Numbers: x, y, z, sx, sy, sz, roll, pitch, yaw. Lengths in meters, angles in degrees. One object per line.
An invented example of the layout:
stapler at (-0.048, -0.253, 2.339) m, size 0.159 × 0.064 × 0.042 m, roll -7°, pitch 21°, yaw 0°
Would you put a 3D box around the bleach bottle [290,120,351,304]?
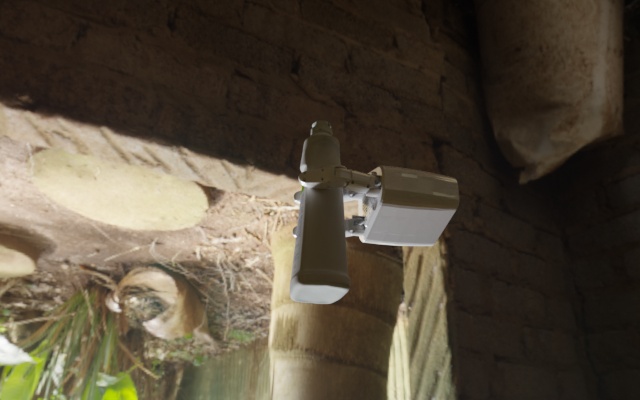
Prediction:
bleach bottle at (0.000, 0.002, 0.631) m, size 0.068 × 0.250 × 0.103 m, roll 6°, pitch -25°, yaw -10°
